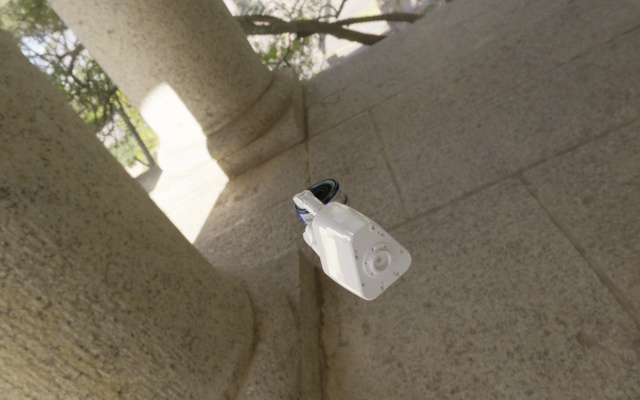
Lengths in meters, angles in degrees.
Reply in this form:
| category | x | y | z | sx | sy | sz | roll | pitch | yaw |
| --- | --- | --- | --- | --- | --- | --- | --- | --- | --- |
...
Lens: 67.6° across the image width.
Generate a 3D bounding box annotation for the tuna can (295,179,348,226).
| category | x | y | z | sx | sy | sz | roll | pitch | yaw |
| --- | --- | --- | --- | --- | --- | --- | --- | --- | --- |
| tuna can | 0.000 | 0.002 | 0.792 | 0.086 | 0.034 | 0.086 | -28 | 25 | 15 |
